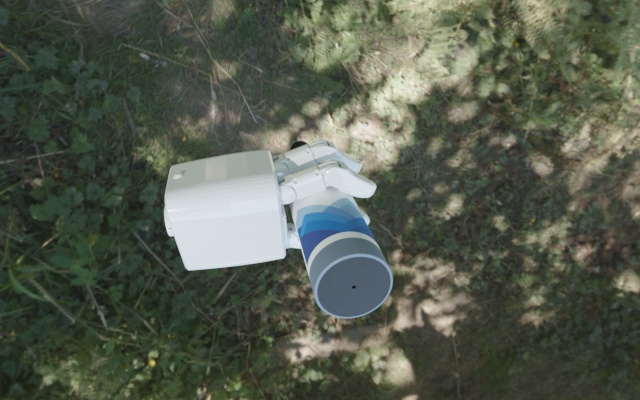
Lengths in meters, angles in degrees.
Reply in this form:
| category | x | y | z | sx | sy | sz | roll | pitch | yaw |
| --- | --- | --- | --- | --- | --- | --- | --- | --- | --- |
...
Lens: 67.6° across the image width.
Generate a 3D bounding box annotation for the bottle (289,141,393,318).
| category | x | y | z | sx | sy | sz | roll | pitch | yaw |
| --- | --- | --- | --- | --- | --- | --- | --- | --- | --- |
| bottle | 0.000 | 0.002 | 0.515 | 0.069 | 0.069 | 0.295 | 0 | 28 | -12 |
